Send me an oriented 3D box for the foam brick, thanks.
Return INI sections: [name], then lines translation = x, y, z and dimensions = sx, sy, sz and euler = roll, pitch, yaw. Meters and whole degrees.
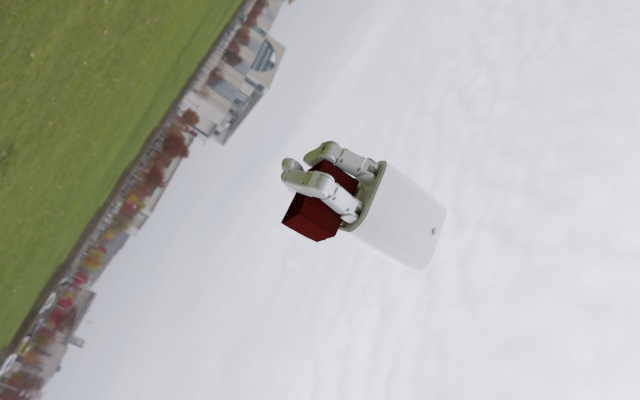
[foam brick]
translation = 0.000, 0.002, 0.555
dimensions = 0.051, 0.078, 0.053
euler = 33, -25, -17
